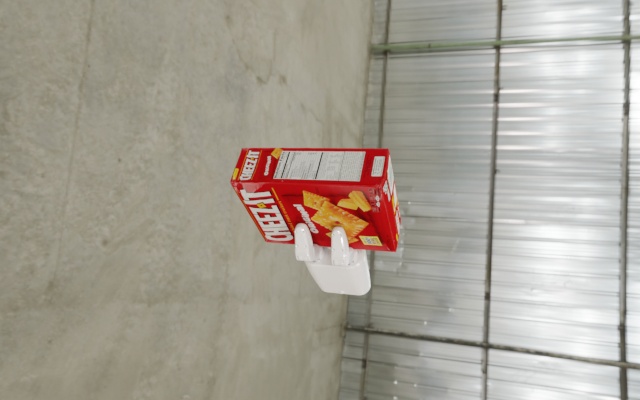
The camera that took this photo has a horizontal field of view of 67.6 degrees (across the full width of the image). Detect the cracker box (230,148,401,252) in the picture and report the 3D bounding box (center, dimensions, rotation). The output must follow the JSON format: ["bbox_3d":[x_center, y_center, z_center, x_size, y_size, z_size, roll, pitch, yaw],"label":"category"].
[{"bbox_3d":[0.000,0.002,0.690,0.213,0.072,0.164,2,-36,17],"label":"cracker box"}]
